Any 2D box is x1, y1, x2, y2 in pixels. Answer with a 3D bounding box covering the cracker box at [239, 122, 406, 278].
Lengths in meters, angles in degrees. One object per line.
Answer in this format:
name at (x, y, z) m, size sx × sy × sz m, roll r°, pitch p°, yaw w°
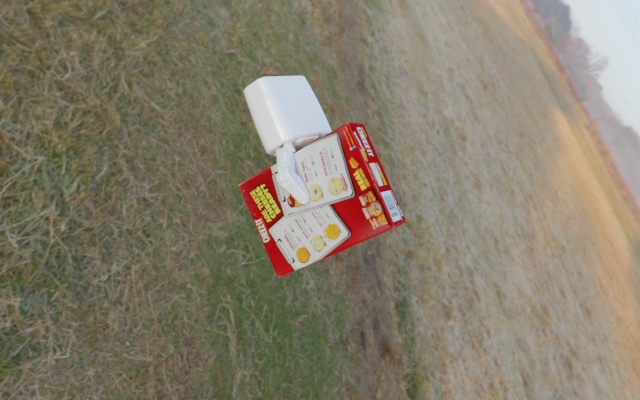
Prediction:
cracker box at (0.000, 0.002, 0.730) m, size 0.214 × 0.164 × 0.072 m, roll -27°, pitch -7°, yaw 28°
